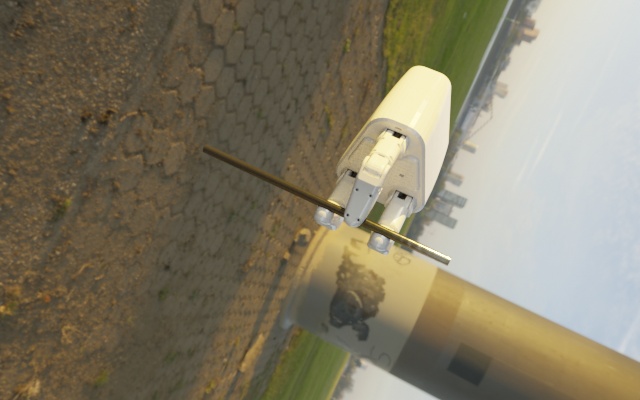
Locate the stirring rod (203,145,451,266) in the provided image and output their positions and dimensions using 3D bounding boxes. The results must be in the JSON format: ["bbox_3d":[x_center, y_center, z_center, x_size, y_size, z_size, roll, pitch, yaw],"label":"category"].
[{"bbox_3d":[0.000,0.001,0.420,0.239,0.011,0.011,25,5,11],"label":"stirring rod"}]
